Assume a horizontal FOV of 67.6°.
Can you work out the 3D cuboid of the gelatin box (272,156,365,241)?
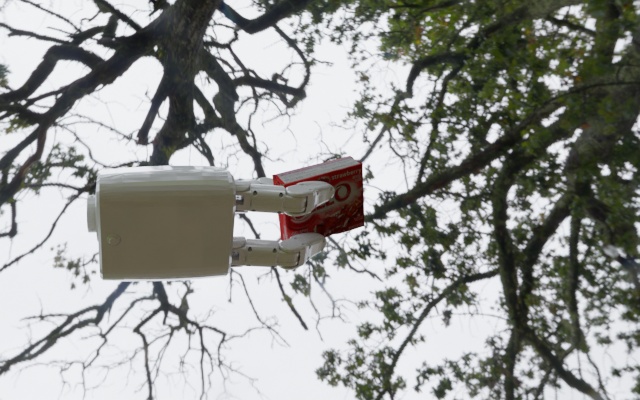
[{"bbox_3d":[0.000,0.001,0.482,0.089,0.073,0.030,-16,30,-20],"label":"gelatin box"}]
